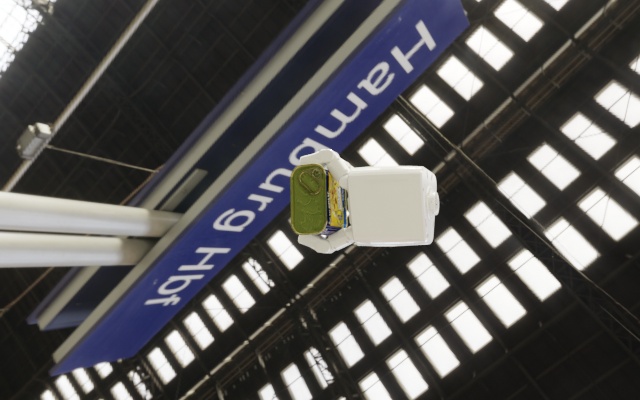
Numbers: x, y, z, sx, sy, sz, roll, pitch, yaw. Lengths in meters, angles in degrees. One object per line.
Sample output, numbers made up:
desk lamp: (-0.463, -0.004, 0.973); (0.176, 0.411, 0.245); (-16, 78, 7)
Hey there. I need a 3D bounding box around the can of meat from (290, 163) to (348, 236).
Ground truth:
can of meat: (0.000, 0.002, 0.714); (0.057, 0.102, 0.084); (-5, -8, 26)
